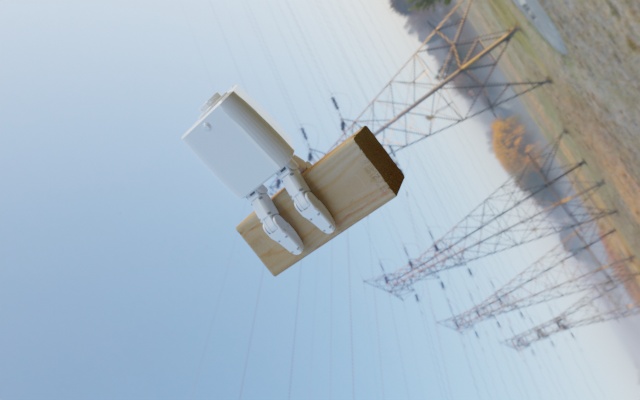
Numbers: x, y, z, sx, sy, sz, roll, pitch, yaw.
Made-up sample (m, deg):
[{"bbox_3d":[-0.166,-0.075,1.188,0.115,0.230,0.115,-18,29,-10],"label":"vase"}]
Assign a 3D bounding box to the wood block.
[{"bbox_3d":[0.000,0.002,0.641,0.206,0.090,0.090,-35,7,25],"label":"wood block"}]
